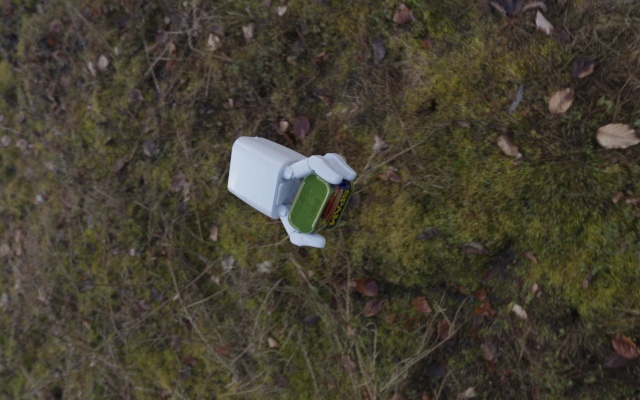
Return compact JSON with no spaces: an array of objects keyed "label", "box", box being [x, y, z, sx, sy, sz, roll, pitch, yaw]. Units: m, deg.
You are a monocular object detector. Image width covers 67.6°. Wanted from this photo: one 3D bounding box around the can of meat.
[{"label":"can of meat","box":[0.000,0.003,0.780,0.057,0.102,0.084,32,18,22]}]
